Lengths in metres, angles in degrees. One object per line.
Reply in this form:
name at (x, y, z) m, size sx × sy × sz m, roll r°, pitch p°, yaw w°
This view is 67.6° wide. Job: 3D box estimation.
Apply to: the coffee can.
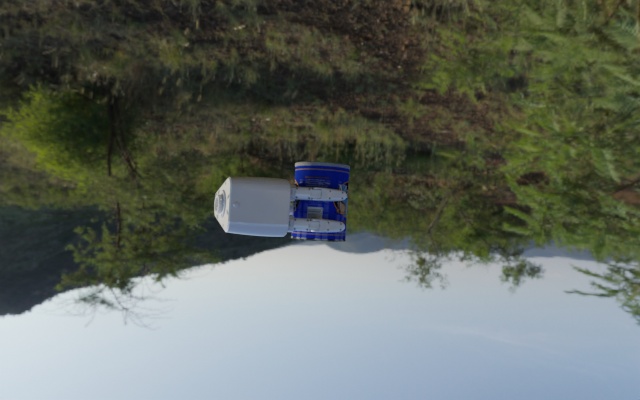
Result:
coffee can at (0.000, 0.003, 0.889) m, size 0.103 × 0.140 × 0.103 m, roll 3°, pitch -2°, yaw 0°
